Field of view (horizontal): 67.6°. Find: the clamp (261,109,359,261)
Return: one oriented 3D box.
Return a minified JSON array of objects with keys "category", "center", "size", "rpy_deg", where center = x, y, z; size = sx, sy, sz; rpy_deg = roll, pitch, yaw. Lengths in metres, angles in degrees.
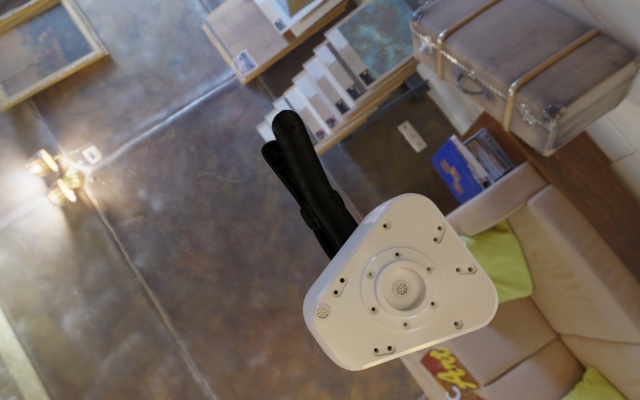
[{"category":"clamp","center":[0.000,0.002,0.414],"size":[0.039,0.171,0.120],"rpy_deg":[-35,-7,-7]}]
